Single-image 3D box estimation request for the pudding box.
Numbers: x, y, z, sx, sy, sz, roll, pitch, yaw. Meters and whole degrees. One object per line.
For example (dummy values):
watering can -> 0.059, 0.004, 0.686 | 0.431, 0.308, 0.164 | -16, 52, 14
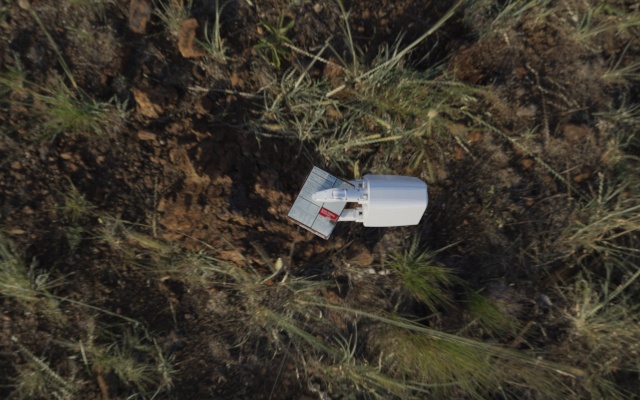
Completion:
pudding box -> 0.000, 0.003, 0.886 | 0.090, 0.113, 0.039 | 28, -7, 2
